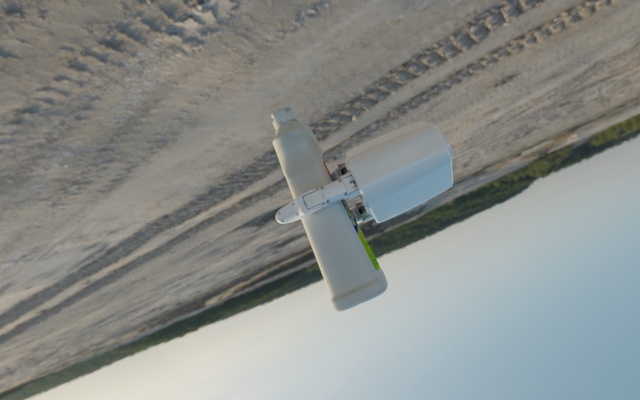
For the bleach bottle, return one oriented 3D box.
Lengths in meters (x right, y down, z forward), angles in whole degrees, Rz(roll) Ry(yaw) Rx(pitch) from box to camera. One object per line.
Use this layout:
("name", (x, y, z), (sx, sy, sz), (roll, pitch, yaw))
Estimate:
("bleach bottle", (0.000, 0.002, 0.579), (0.068, 0.251, 0.102), (-25, -7, 7))
